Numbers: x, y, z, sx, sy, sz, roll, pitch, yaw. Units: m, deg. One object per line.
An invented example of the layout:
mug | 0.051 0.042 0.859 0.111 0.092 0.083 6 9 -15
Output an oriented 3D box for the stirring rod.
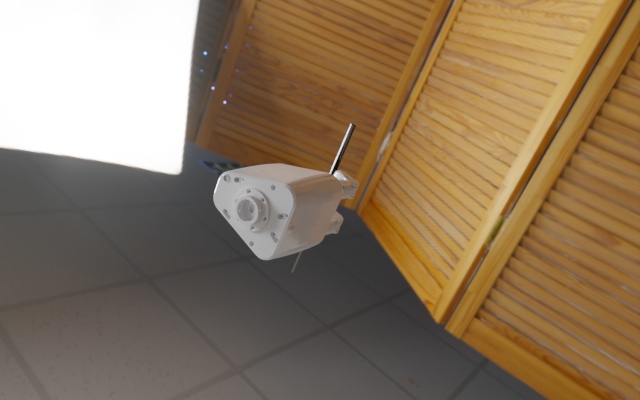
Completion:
stirring rod | 0.000 0.002 0.686 0.011 0.239 0.011 20 19 -7
